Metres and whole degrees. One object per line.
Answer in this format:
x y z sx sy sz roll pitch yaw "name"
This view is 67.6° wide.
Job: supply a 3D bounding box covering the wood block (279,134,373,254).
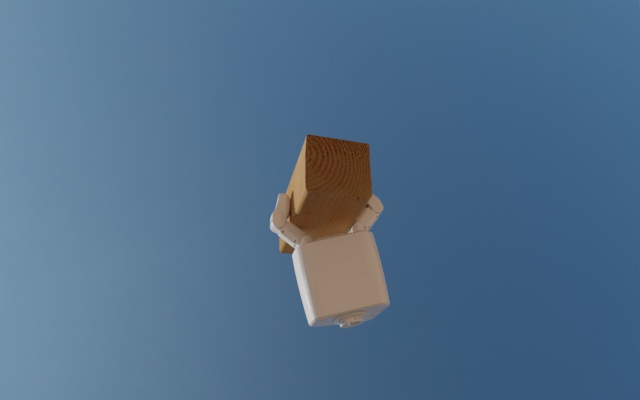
0.000 0.003 0.712 0.091 0.090 0.206 7 -30 -12 "wood block"
